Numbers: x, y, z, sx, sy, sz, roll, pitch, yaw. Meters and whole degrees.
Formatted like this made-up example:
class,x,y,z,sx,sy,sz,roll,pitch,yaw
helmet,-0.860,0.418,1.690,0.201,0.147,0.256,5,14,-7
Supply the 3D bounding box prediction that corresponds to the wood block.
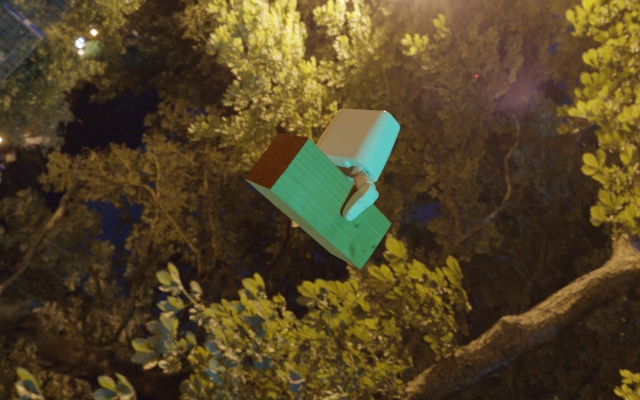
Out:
class,x,y,z,sx,sy,sz,roll,pitch,yaw
wood block,0.001,0.002,0.717,0.206,0.090,0.091,43,-13,-32
